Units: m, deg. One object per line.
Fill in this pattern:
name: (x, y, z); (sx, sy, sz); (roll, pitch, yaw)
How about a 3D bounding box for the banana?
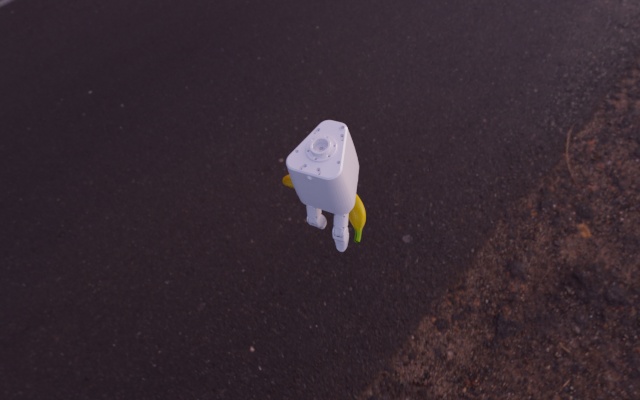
banana: (0.015, -0.009, 0.867); (0.197, 0.069, 0.037); (39, -9, 27)
